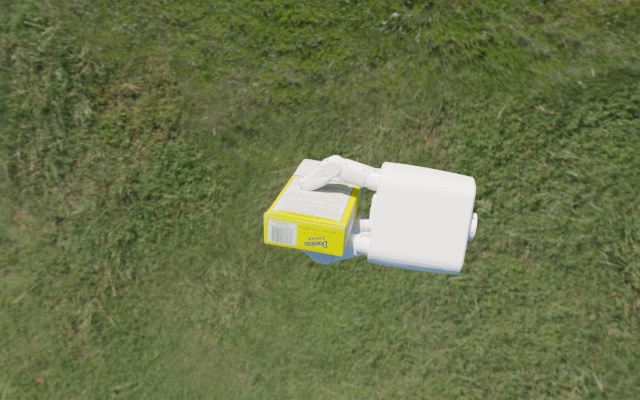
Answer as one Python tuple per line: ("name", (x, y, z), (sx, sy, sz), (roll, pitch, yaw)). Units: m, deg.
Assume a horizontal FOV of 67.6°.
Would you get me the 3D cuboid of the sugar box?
("sugar box", (0.000, 0.003, 0.596), (0.093, 0.048, 0.176), (10, 24, 10))
